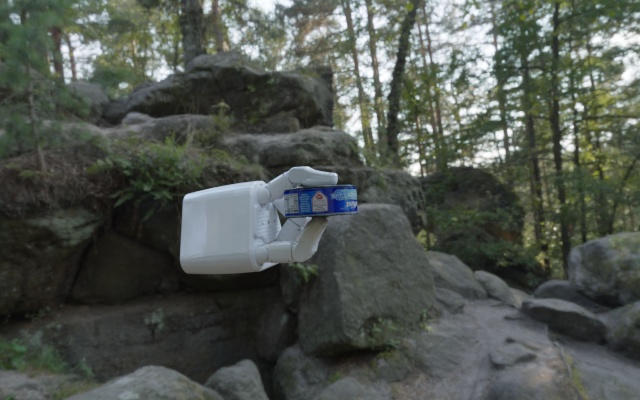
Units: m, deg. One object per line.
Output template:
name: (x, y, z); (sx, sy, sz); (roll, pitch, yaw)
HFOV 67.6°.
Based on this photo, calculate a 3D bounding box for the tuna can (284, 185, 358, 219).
tuna can: (0.000, 0.001, 0.552); (0.086, 0.034, 0.086); (-4, -1, 0)
